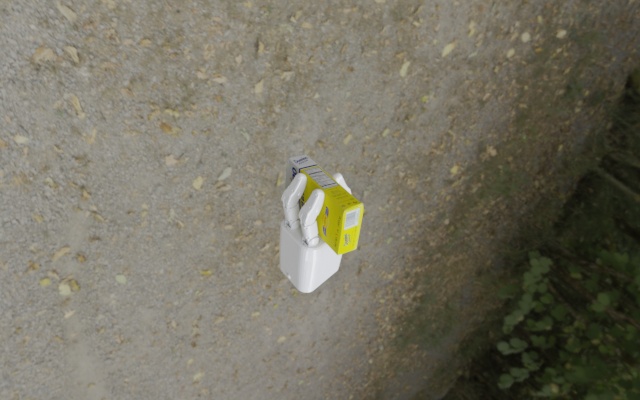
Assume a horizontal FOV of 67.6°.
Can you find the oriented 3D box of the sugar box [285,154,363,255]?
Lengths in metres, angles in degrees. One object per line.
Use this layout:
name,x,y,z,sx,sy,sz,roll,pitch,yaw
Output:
sugar box,0.000,0.003,0.810,0.048,0.093,0.176,-17,40,-32
